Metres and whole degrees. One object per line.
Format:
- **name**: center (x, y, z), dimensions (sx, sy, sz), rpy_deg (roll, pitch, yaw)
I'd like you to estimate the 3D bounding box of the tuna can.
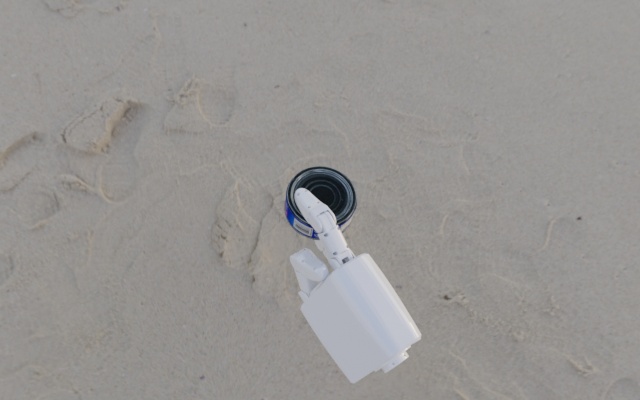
- **tuna can**: center (0.000, 0.002, 0.570), dimensions (0.086, 0.086, 0.034), rpy_deg (0, -29, -7)
